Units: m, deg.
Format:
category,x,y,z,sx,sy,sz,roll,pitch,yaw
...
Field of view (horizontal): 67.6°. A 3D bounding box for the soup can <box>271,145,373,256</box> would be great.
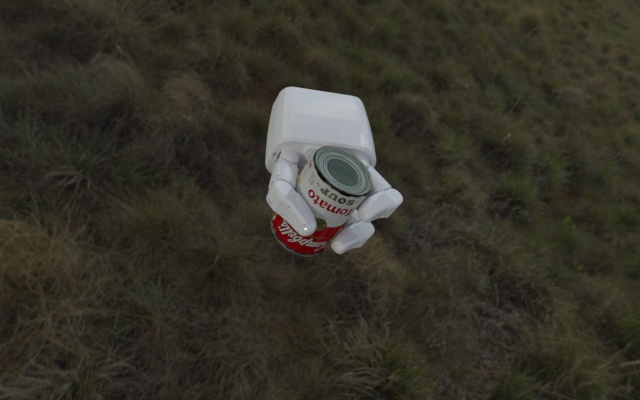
category,x,y,z,sx,sy,sz,roll,pitch,yaw
soup can,0.000,0.002,0.493,0.068,0.068,0.102,0,-39,-37
